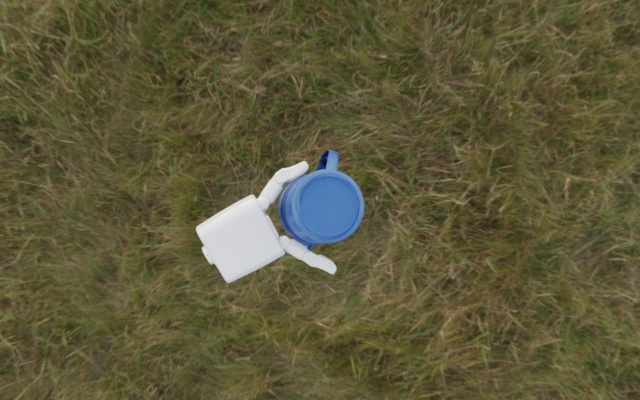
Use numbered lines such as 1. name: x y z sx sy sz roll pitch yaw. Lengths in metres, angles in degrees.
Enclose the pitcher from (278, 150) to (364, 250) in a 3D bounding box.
1. pitcher: 0.000 0.003 0.802 0.145 0.149 0.243 -29 1 -7
